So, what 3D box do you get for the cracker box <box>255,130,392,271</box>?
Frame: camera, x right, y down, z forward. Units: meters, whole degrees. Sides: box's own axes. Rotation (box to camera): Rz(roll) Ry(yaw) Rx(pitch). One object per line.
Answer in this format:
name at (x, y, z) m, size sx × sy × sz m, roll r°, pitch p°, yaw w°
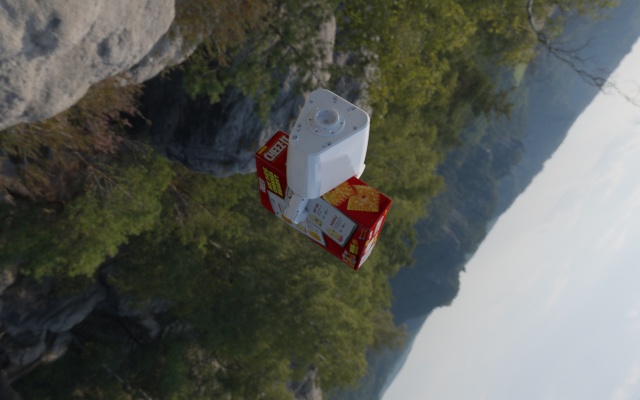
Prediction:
cracker box at (0.000, 0.003, 0.781) m, size 0.213 × 0.072 × 0.164 m, roll 34°, pitch -26°, yaw 15°
